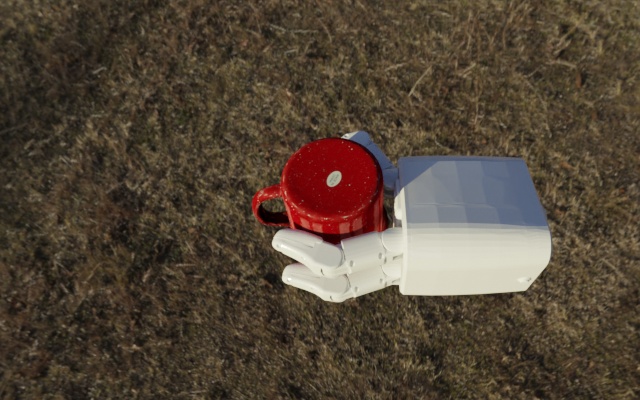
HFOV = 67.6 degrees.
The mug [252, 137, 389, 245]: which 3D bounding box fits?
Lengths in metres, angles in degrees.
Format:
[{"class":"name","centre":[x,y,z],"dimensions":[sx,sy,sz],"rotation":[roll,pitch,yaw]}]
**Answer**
[{"class":"mug","centre":[-0.001,0.001,0.406],"dimensions":[0.117,0.093,0.081],"rotation":[-2,-30,5]}]
